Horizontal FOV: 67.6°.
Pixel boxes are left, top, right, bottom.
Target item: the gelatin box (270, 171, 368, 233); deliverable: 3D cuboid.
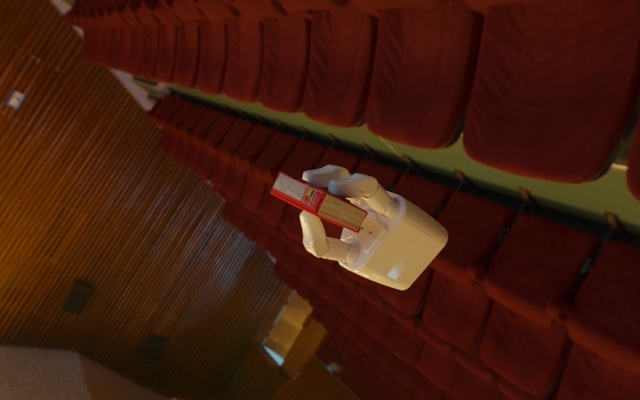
[{"bbox_3d":[0.000,0.002,0.534,0.073,0.030,0.089,26,2,39],"label":"gelatin box"}]
